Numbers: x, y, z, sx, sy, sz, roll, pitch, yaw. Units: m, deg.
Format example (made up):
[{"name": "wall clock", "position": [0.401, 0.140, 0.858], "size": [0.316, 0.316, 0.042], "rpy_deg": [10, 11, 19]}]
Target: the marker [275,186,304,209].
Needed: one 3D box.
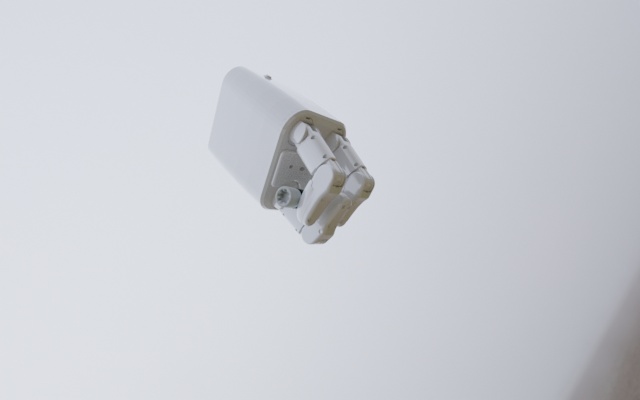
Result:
[{"name": "marker", "position": [0.000, 0.002, 0.472], "size": [0.020, 0.020, 0.121], "rpy_deg": [0, -5, 34]}]
